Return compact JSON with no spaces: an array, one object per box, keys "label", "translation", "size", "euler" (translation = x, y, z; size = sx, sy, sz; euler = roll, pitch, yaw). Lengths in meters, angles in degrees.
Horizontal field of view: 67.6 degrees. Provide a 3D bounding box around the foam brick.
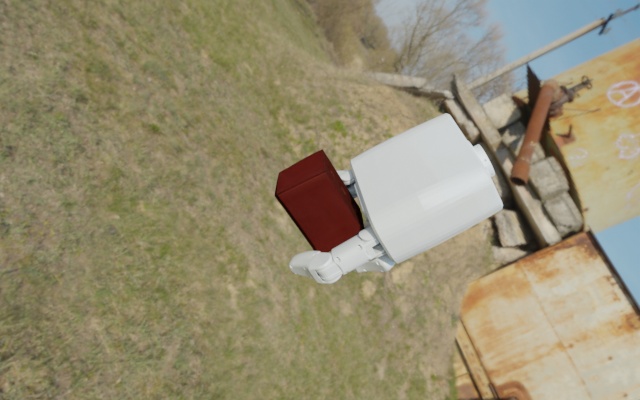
[{"label":"foam brick","translation":[0.000,0.001,0.451],"size":[0.051,0.078,0.053],"euler":[-28,26,13]}]
